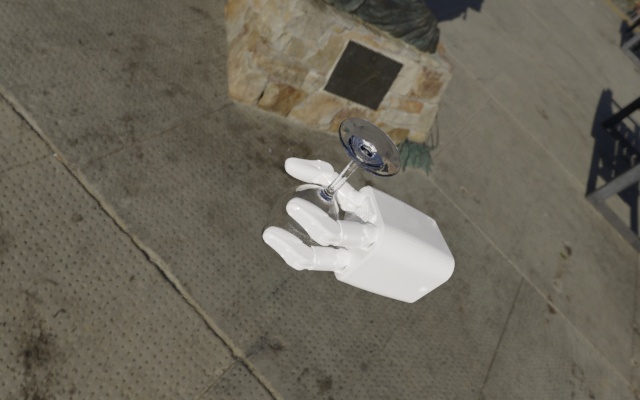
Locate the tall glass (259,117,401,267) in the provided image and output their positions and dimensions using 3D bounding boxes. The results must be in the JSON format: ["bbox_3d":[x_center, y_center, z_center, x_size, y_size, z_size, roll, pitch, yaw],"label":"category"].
[{"bbox_3d":[0.000,0.001,0.535,0.079,0.079,0.201,0,-34,-37],"label":"tall glass"}]
